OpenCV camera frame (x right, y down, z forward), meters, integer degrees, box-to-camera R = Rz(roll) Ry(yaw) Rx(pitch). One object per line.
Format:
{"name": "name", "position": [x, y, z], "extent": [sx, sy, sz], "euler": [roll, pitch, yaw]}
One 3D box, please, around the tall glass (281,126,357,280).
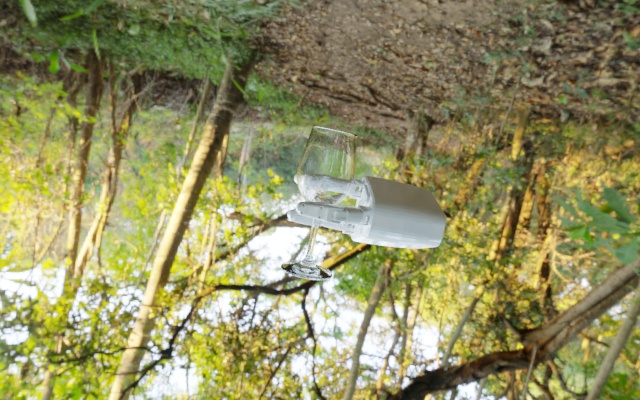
{"name": "tall glass", "position": [0.000, 0.003, 0.656], "extent": [0.079, 0.201, 0.079], "euler": [11, 8, -2]}
